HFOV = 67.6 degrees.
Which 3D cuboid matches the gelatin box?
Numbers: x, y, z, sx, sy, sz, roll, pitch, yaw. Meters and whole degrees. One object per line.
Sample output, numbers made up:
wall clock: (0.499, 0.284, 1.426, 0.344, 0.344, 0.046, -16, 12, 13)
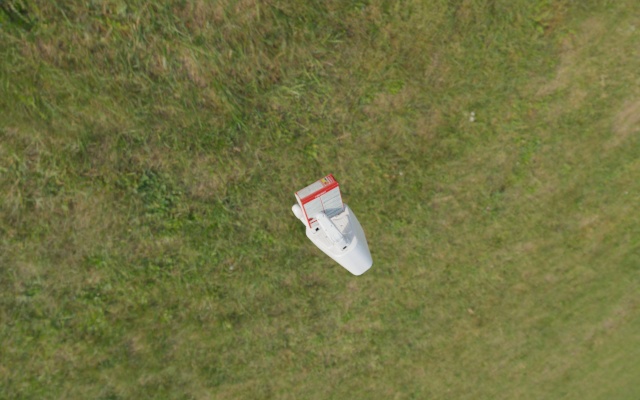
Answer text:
gelatin box: (0.000, 0.003, 0.845, 0.073, 0.030, 0.089, -28, -35, -8)
